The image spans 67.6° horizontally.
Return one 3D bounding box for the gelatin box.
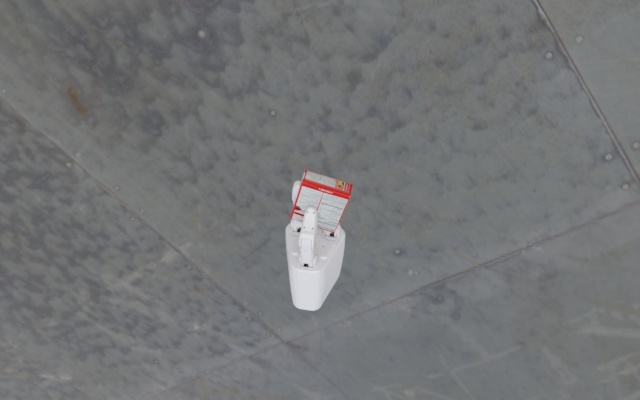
[{"bbox_3d":[0.000,0.002,0.708,0.073,0.030,0.089,17,-43,-3],"label":"gelatin box"}]
